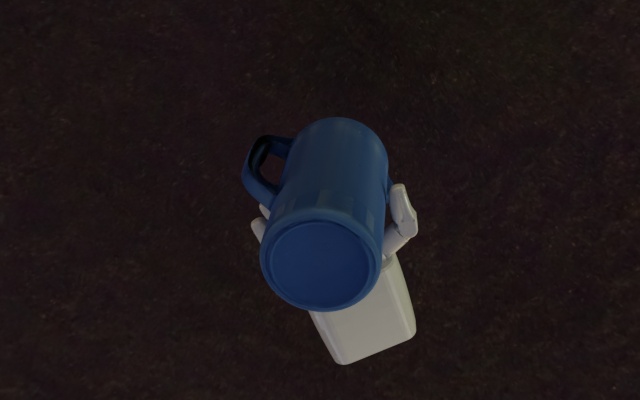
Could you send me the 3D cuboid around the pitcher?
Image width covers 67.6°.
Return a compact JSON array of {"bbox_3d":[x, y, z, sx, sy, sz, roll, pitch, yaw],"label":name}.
[{"bbox_3d":[0.000,0.002,0.515,0.149,0.145,0.242,-17,22,13],"label":"pitcher"}]
